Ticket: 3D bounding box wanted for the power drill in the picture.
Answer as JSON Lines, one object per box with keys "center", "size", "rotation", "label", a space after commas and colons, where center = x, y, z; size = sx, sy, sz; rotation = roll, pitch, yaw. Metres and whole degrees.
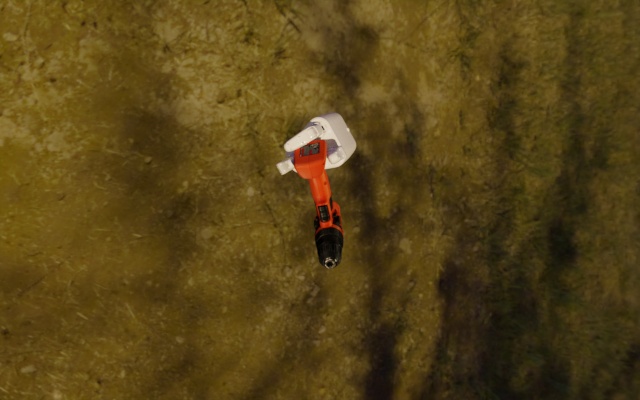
{"center": [0.000, 0.002, 0.837], "size": [0.057, 0.188, 0.184], "rotation": [-11, 30, 4], "label": "power drill"}
